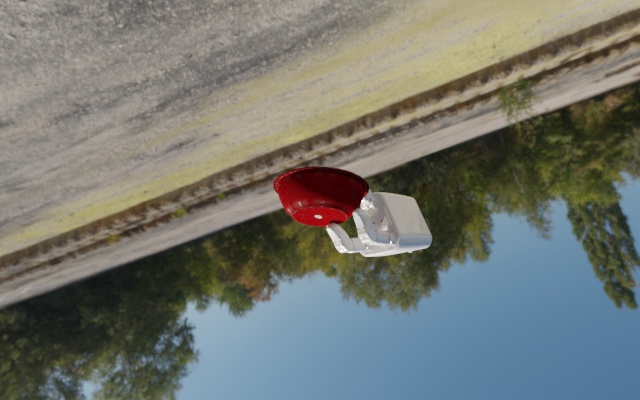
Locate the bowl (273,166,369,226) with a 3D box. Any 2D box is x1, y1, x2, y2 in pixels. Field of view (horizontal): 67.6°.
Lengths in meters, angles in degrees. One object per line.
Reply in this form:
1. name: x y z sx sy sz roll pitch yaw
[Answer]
1. bowl: -0.001 0.003 0.793 0.162 0.055 0.162 2 -23 1
